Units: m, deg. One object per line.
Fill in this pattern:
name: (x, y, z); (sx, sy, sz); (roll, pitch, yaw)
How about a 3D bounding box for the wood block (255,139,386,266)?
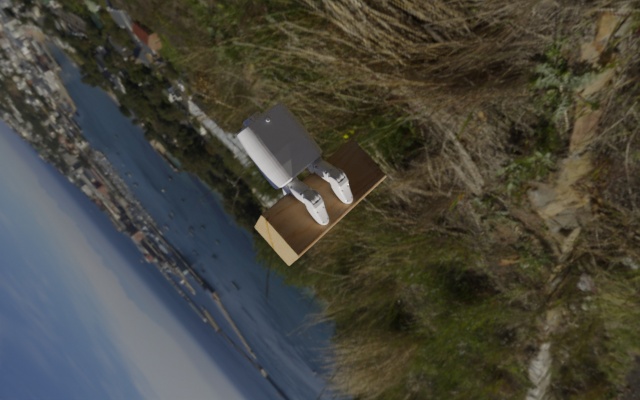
wood block: (0.000, 0.002, 0.801); (0.206, 0.090, 0.091); (-41, -2, -21)
